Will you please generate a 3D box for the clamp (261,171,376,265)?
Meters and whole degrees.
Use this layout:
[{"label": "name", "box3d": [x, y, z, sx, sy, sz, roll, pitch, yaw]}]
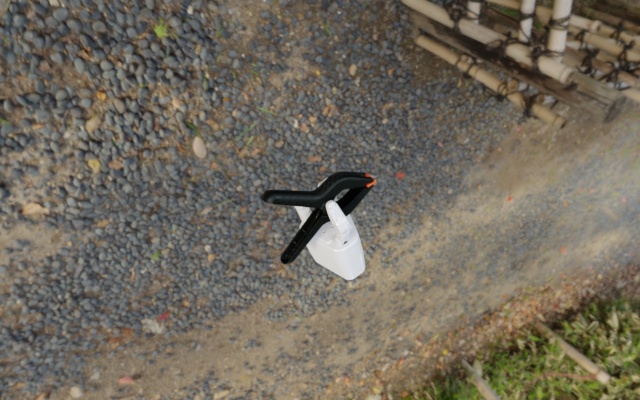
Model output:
[{"label": "clamp", "box3d": [0.001, 0.003, 0.800, 0.210, 0.165, 0.036, -34, 48, -13]}]
